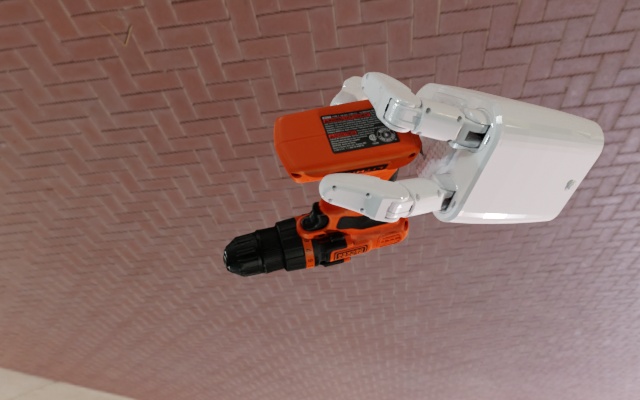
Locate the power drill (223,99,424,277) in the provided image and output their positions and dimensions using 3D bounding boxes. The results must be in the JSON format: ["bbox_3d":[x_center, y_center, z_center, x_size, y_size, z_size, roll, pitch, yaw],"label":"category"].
[{"bbox_3d":[0.000,0.001,0.410,0.184,0.057,0.188,-14,-28,-12],"label":"power drill"}]
